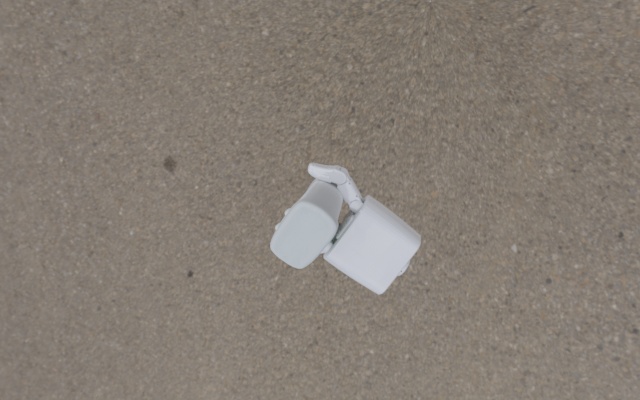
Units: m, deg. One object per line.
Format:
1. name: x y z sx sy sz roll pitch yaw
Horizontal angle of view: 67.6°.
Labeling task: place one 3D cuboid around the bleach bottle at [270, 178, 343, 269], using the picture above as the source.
1. bleach bottle: 0.000 0.002 0.737 0.068 0.103 0.250 36 25 -3
